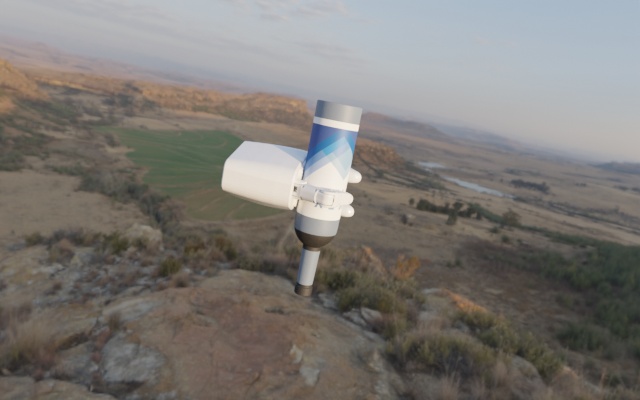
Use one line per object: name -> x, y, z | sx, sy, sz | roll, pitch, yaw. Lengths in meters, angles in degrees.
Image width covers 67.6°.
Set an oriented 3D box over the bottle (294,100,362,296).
bottle -> 0.000, 0.002, 0.717 | 0.069, 0.296, 0.069 | 11, 11, -2
